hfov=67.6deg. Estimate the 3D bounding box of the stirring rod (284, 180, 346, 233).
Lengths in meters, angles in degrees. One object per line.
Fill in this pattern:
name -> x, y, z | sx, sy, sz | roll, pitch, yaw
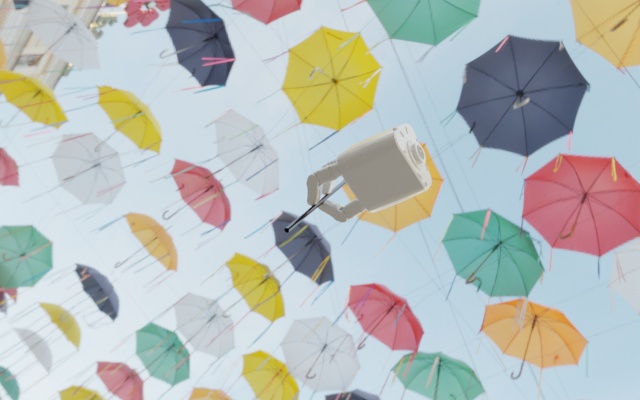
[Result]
stirring rod -> 0.000, 0.003, 0.811 | 0.011, 0.011, 0.239 | 0, 20, 27
